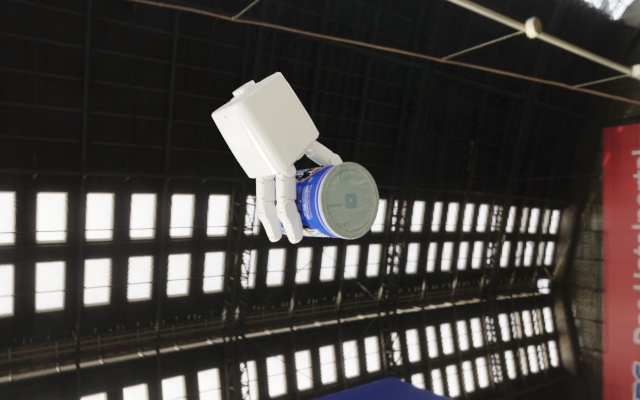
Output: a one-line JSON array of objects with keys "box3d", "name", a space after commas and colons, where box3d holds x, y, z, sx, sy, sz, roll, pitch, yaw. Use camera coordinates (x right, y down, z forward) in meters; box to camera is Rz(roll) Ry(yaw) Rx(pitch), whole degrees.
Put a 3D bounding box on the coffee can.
[{"box3d": [0.000, 0.002, 0.691, 0.103, 0.103, 0.140, 0, -2, -37], "name": "coffee can"}]
